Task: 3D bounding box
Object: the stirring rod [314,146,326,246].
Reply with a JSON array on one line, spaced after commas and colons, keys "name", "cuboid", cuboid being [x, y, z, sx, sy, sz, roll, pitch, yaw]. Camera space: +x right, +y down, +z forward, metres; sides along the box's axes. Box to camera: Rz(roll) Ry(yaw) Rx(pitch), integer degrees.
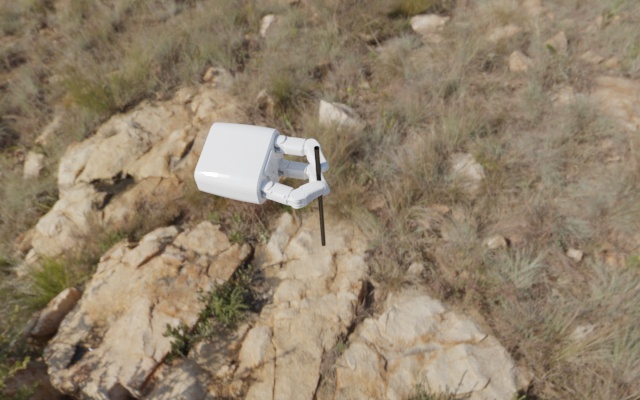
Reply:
[{"name": "stirring rod", "cuboid": [0.000, 0.003, 0.754, 0.011, 0.011, 0.240, 0, -39, 3]}]
